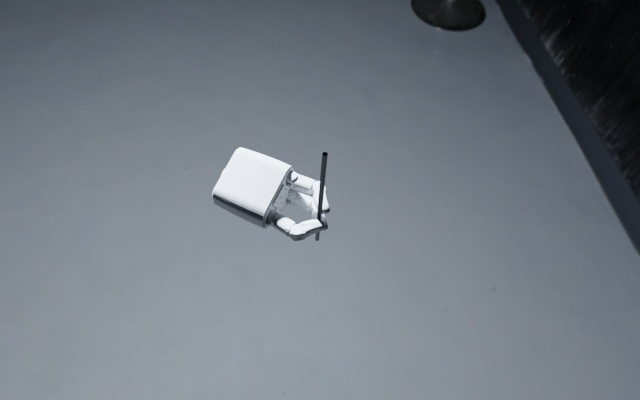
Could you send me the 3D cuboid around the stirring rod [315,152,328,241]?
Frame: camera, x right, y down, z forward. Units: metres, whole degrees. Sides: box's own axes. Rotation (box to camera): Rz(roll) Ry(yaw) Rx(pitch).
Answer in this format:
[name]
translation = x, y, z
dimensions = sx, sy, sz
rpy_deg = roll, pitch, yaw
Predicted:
[stirring rod]
translation = 0.000, 0.003, 0.766
dimensions = 0.011, 0.011, 0.240
rpy_deg = 0, -34, -4
